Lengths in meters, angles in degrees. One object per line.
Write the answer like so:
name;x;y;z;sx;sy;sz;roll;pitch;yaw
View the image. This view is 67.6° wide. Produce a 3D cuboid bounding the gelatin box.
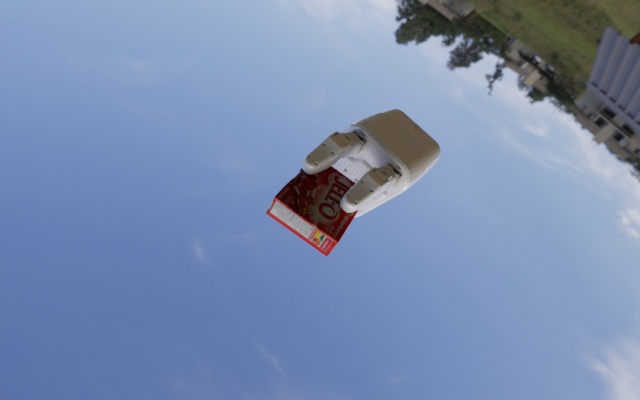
gelatin box;0.000;0.002;0.477;0.073;0.030;0.089;36;43;2
